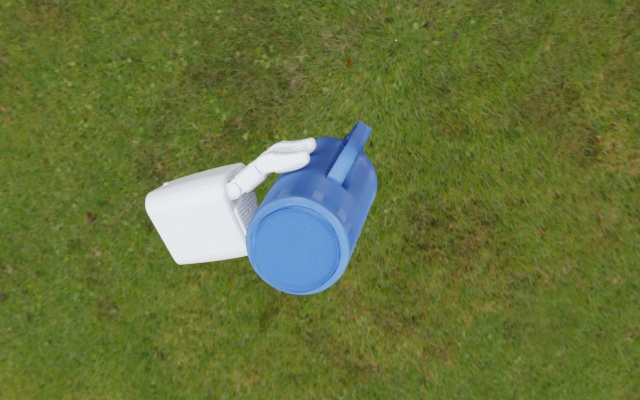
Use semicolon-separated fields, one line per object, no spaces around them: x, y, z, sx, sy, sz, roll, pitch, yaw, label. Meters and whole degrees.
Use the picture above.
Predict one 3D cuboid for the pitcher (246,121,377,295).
0.000;0.002;0.578;0.145;0.149;0.242;-11;16;13;pitcher
